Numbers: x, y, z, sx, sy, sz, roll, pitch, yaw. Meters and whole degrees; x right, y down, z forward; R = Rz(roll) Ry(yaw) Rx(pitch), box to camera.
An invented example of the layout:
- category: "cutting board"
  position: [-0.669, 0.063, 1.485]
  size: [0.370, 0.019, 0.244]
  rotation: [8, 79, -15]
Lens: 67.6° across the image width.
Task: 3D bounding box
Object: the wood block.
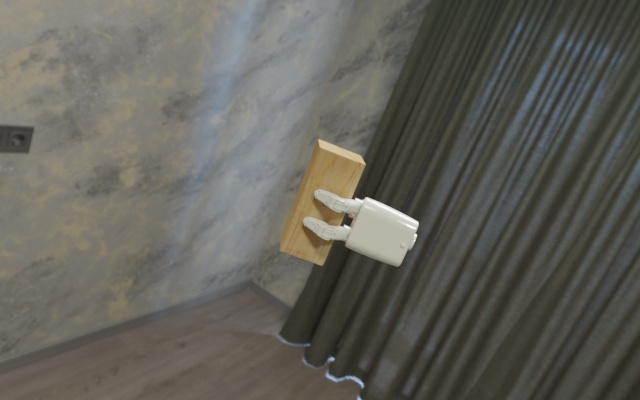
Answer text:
- category: "wood block"
  position: [0.001, 0.003, 0.895]
  size: [0.090, 0.206, 0.090]
  rotation: [20, 15, -7]
